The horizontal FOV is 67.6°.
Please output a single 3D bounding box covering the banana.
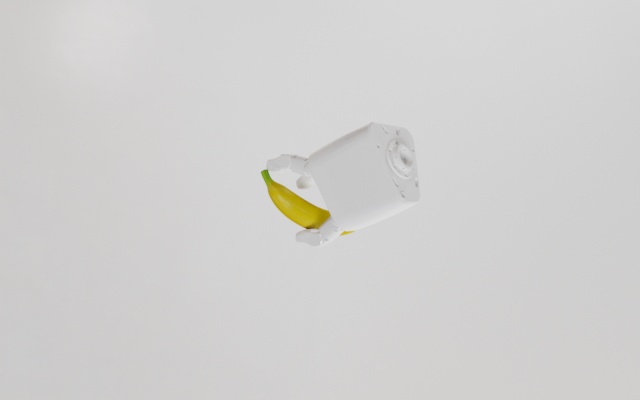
[{"bbox_3d":[-0.004,0.017,0.710,0.198,0.069,0.037,27,-38,-33],"label":"banana"}]
